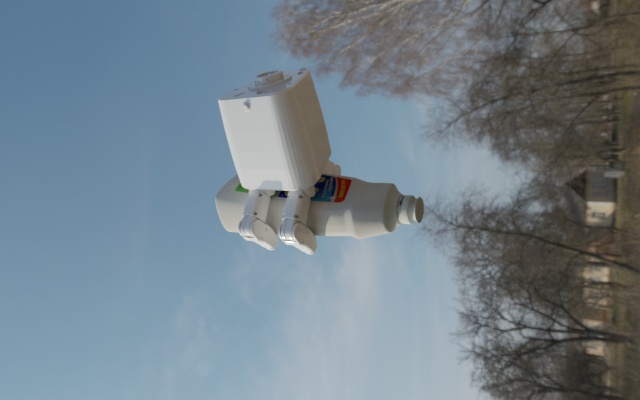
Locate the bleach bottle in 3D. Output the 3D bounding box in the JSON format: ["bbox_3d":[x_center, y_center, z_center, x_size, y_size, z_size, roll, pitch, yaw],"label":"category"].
[{"bbox_3d":[0.000,0.002,0.570,0.251,0.068,0.102,2,30,30],"label":"bleach bottle"}]
